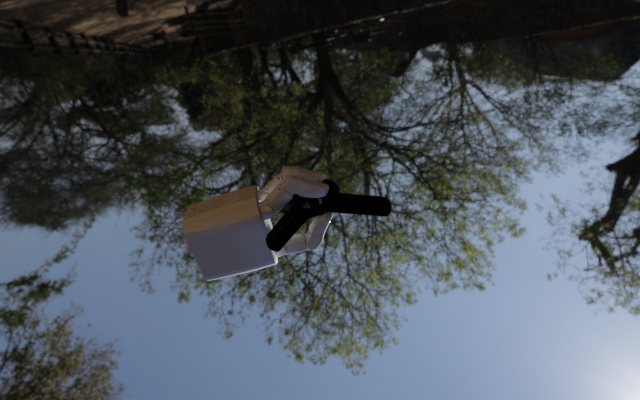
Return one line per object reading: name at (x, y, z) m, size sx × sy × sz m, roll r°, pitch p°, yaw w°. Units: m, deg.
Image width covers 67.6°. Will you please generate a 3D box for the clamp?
clamp at (0.000, 0.003, 0.675) m, size 0.164 × 0.036 × 0.210 m, roll -14°, pitch 20°, yaw -4°
